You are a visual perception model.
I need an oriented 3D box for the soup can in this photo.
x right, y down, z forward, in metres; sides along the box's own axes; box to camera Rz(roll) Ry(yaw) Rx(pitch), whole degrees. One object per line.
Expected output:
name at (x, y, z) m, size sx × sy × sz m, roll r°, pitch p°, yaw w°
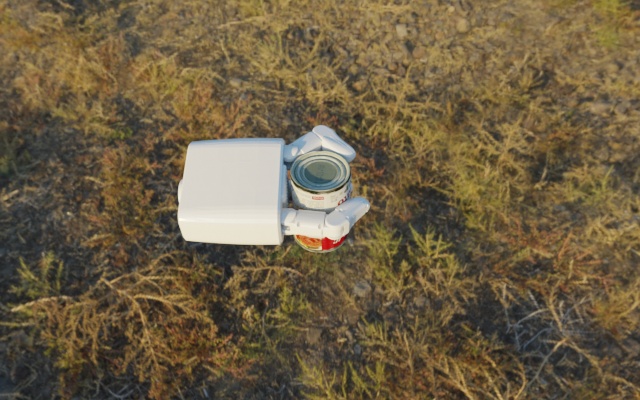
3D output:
soup can at (0.001, 0.002, 0.544) m, size 0.068 × 0.068 × 0.102 m, roll 0°, pitch -43°, yaw 1°
